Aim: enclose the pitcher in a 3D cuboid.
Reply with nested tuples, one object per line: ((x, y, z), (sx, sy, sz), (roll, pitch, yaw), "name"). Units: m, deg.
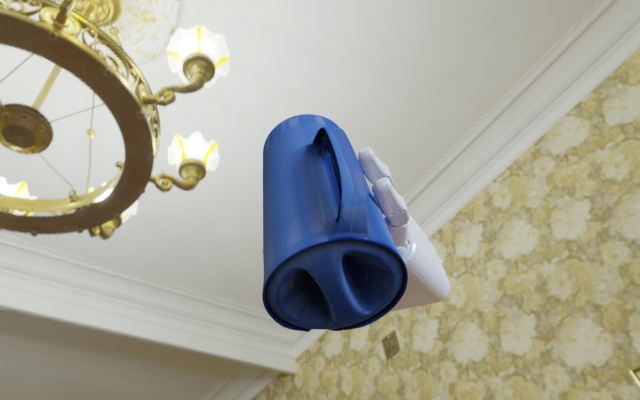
((0.000, 0.002, 0.511), (0.149, 0.242, 0.145), (-34, -52, 17), "pitcher")
